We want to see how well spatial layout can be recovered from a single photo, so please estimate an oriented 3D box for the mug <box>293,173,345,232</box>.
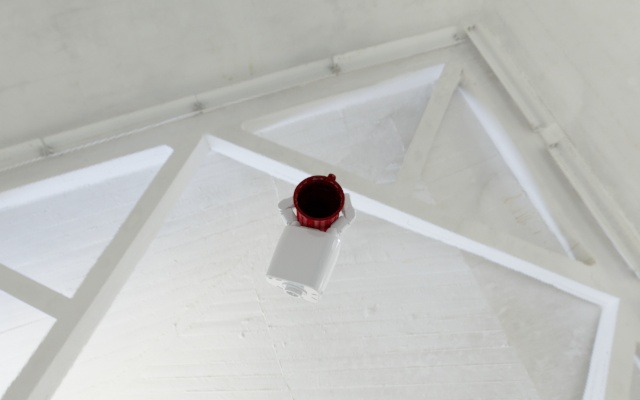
[{"bbox_3d":[0.001,0.002,0.890,0.093,0.117,0.081,20,-26,7],"label":"mug"}]
